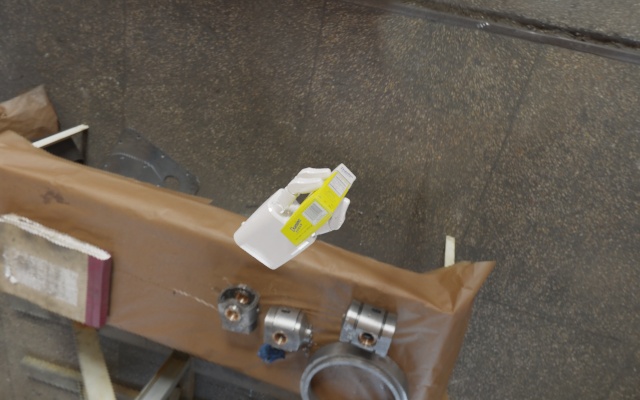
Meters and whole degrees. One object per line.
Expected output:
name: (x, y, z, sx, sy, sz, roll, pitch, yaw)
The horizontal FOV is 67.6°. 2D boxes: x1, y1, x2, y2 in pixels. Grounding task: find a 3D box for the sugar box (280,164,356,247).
sugar box: (0.000, 0.002, 0.831, 0.093, 0.048, 0.176, -42, 8, 26)
